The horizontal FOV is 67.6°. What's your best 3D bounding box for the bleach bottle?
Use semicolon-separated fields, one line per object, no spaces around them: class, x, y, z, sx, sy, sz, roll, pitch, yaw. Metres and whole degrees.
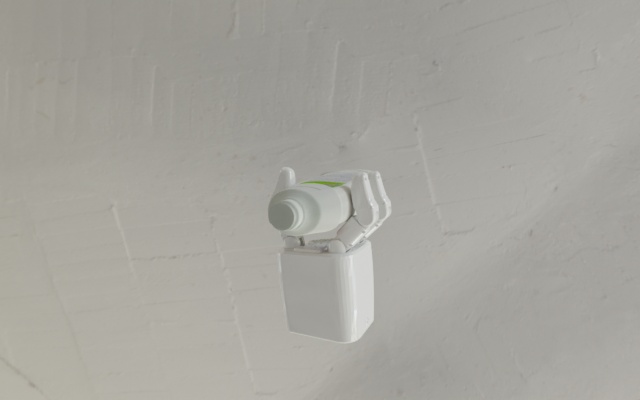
bleach bottle;0.000;0.002;0.584;0.102;0.068;0.251;-2;6;22
